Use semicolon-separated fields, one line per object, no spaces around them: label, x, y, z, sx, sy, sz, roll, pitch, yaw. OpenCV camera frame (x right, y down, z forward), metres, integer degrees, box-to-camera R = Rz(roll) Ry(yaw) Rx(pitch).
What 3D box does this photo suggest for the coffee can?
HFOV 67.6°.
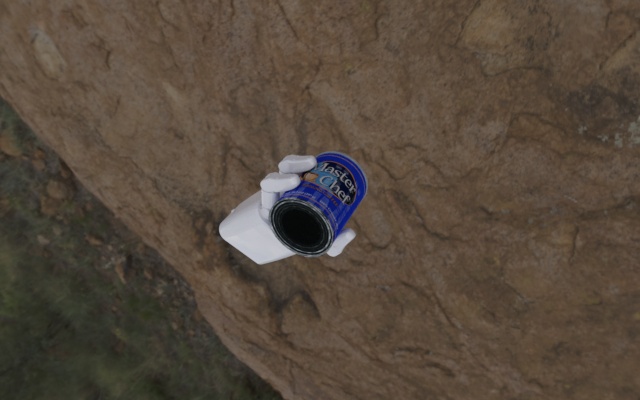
coffee can;0.000;0.002;0.721;0.103;0.103;0.140;0;32;29
